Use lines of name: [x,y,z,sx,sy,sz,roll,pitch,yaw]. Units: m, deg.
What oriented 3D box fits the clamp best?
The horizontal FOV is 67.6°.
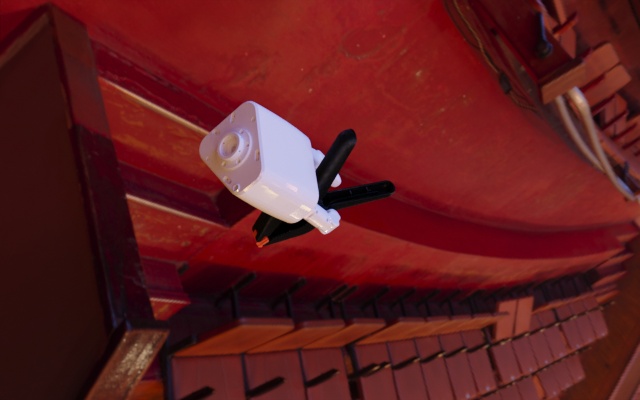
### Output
clamp: [0.000,0.003,0.661,0.210,0.036,0.165,-37,-37,17]
